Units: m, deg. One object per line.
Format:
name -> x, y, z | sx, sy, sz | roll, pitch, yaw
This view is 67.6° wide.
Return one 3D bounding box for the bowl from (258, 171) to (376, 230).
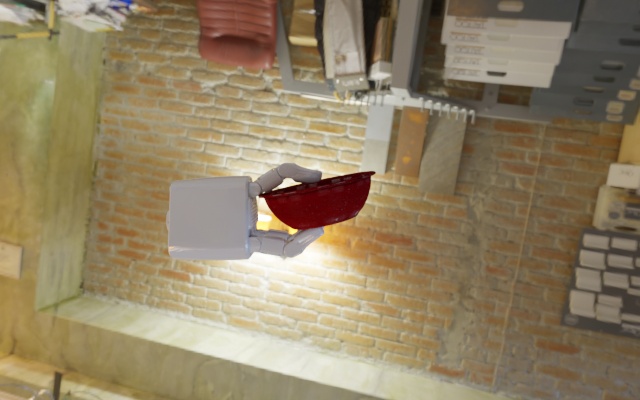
bowl -> 0.001, 0.002, 0.644 | 0.162, 0.055, 0.162 | -12, 5, 1
